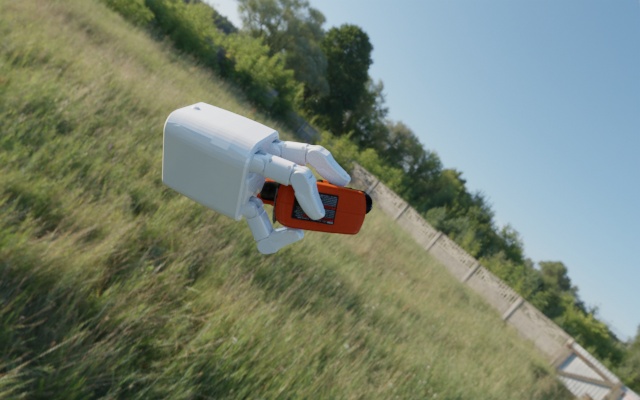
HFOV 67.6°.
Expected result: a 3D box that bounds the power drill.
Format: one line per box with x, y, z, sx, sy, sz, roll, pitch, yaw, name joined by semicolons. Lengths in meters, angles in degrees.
0.000;0.002;0.634;0.184;0.057;0.187;7;4;-11;power drill
